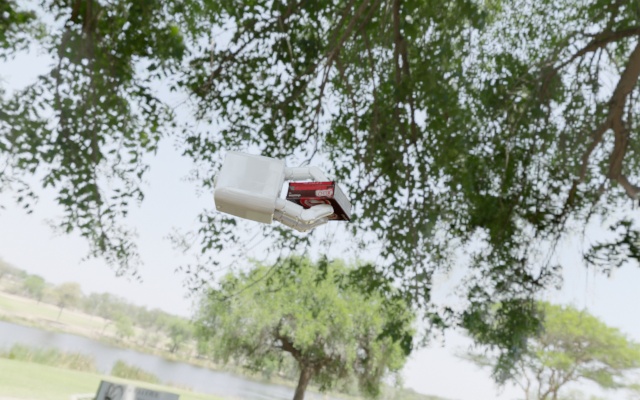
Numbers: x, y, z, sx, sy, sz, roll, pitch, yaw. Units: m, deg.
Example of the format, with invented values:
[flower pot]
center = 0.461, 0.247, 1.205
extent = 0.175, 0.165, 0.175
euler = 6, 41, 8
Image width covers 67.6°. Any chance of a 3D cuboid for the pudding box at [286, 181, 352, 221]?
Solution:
[pudding box]
center = 0.000, 0.003, 0.867
extent = 0.090, 0.039, 0.113
euler = 0, -21, 21
